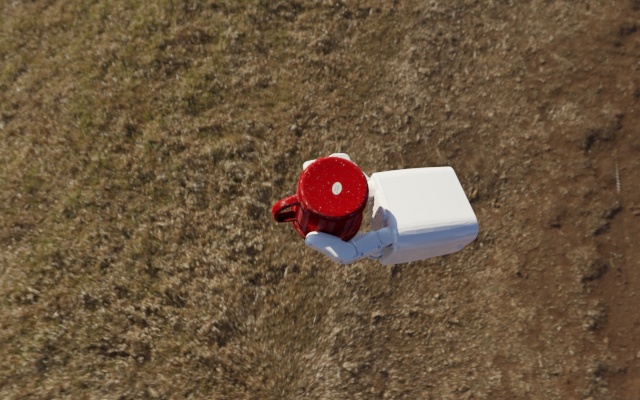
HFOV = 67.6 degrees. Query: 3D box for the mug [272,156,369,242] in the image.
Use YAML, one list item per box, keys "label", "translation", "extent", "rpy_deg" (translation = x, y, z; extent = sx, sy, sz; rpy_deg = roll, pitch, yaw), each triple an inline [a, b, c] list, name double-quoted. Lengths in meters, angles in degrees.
- label: "mug"
  translation: [-0.001, 0.002, 0.567]
  extent: [0.117, 0.093, 0.081]
  rpy_deg: [-9, -22, -10]
